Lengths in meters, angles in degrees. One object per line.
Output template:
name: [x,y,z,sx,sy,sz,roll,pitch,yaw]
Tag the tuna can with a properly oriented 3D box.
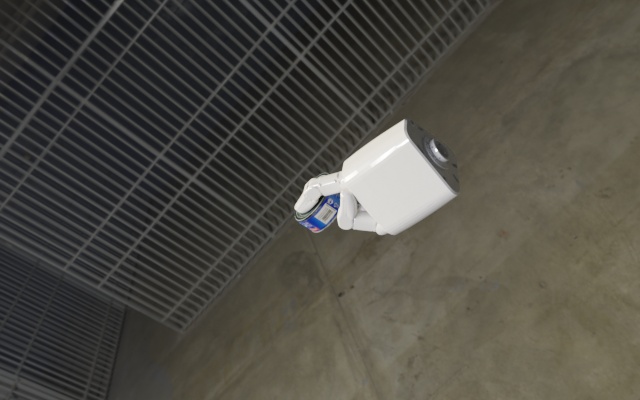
tuna can: [0.000,0.002,0.699,0.034,0.086,0.086,34,-14,-22]
